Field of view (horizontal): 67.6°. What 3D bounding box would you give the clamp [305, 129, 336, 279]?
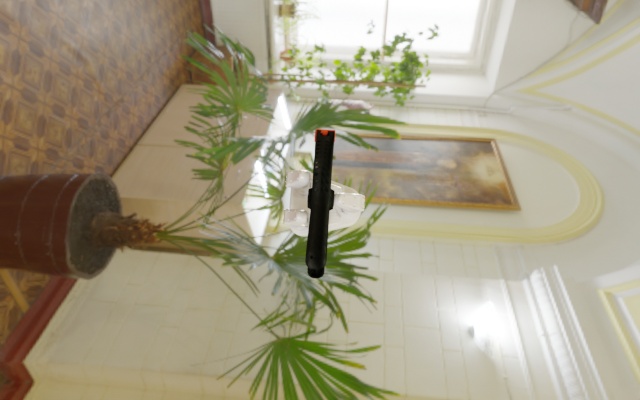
[{"bbox_3d":[0.001,0.002,0.638,0.036,0.210,0.164,4,-6,-1],"label":"clamp"}]
